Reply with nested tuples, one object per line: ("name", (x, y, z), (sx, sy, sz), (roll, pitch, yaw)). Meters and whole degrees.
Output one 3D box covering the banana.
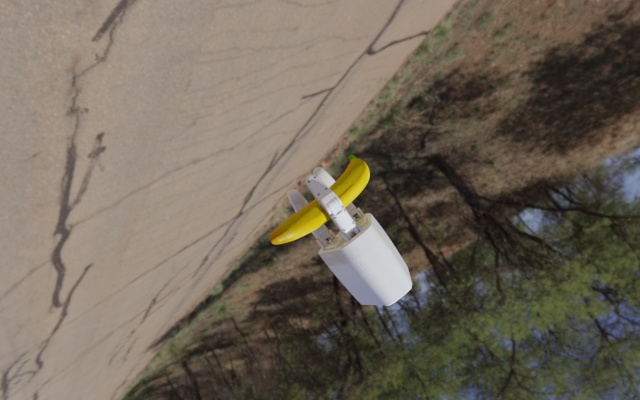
("banana", (0.012, -0.002, 0.674), (0.197, 0.037, 0.069), (-44, 18, -29))
